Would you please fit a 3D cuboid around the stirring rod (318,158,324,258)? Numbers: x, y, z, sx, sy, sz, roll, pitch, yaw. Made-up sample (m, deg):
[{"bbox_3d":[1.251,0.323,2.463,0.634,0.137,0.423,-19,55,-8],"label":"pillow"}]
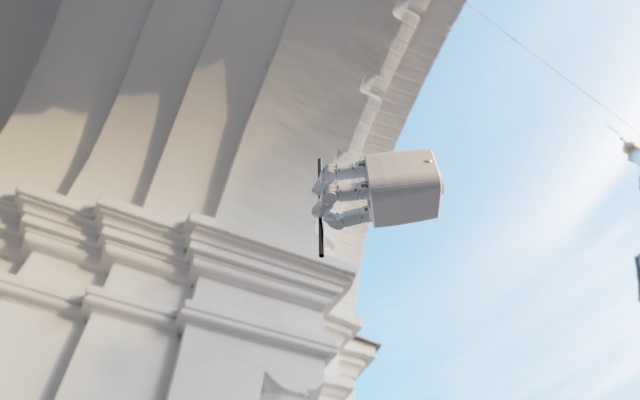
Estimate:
[{"bbox_3d":[0.000,0.003,0.766,0.011,0.011,0.239,0,39,-1],"label":"stirring rod"}]
